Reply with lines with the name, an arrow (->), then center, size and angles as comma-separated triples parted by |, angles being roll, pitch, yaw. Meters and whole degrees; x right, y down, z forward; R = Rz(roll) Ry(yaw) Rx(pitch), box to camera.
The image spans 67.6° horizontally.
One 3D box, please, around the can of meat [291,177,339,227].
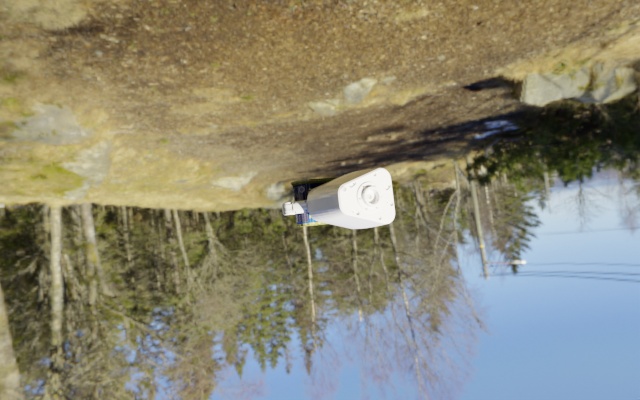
can of meat -> 0.000, 0.003, 0.891 | 0.102, 0.084, 0.057 | -5, -3, -31
